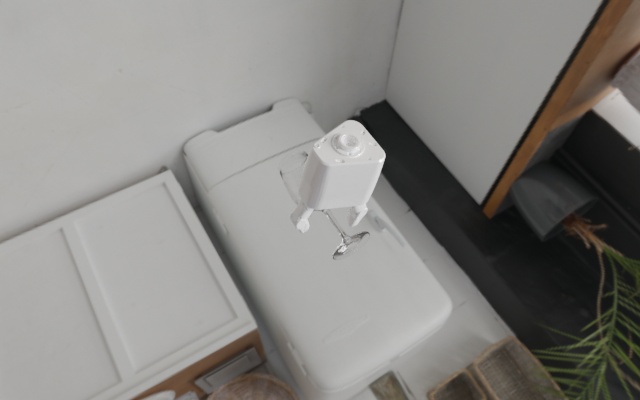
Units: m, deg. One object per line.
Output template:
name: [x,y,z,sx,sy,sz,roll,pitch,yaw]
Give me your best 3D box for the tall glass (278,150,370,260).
tall glass: [0.000,0.003,0.837,0.079,0.201,0.079,-28,-27,-15]
